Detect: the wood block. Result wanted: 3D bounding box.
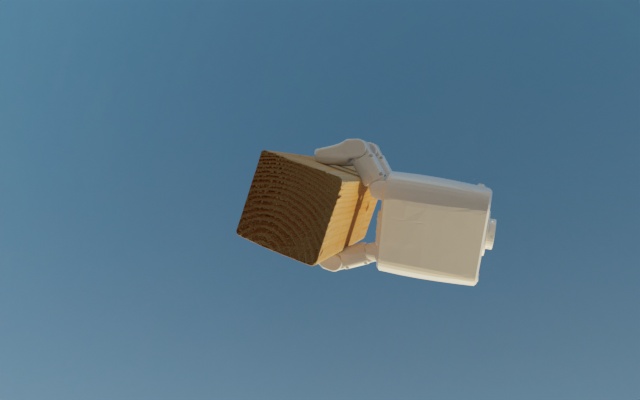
[{"bbox_3d":[0.000,0.002,0.549,0.090,0.091,0.206,21,9,16],"label":"wood block"}]
